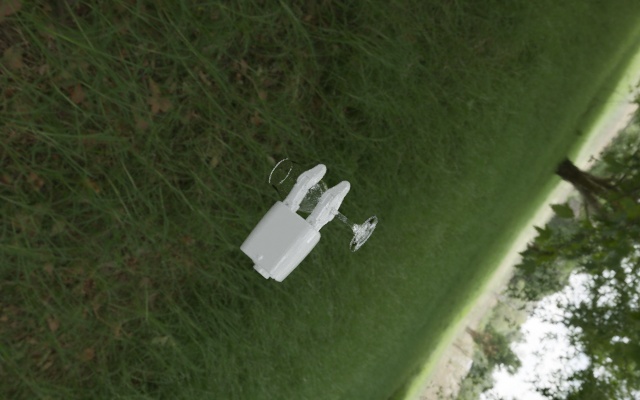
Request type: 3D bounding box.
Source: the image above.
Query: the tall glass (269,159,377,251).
[{"bbox_3d":[0.001,0.003,0.855,0.201,0.079,0.079,37,15,22],"label":"tall glass"}]
